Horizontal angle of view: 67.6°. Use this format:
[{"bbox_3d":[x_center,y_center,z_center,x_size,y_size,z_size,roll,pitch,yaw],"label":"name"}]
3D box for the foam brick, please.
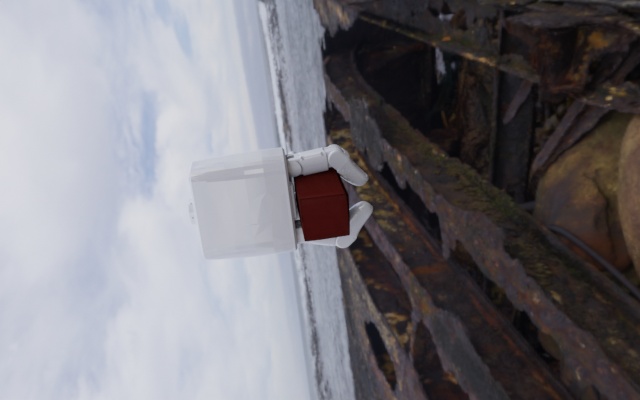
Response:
[{"bbox_3d":[0.000,0.002,0.529,0.051,0.053,0.078,-8,27,-5],"label":"foam brick"}]
